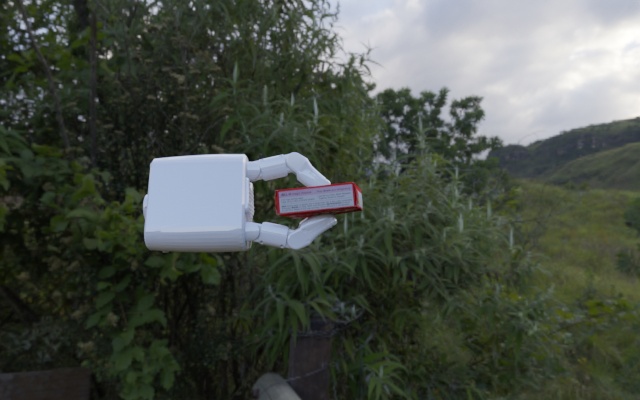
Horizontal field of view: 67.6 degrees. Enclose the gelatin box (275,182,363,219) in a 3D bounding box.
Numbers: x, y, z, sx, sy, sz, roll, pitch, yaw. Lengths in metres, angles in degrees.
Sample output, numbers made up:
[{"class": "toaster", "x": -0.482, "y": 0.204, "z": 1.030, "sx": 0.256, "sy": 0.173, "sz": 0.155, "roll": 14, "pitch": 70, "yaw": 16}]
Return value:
[{"class": "gelatin box", "x": 0.000, "y": 0.001, "z": 0.538, "sx": 0.089, "sy": 0.030, "sz": 0.073, "roll": -7, "pitch": -6, "yaw": 9}]
